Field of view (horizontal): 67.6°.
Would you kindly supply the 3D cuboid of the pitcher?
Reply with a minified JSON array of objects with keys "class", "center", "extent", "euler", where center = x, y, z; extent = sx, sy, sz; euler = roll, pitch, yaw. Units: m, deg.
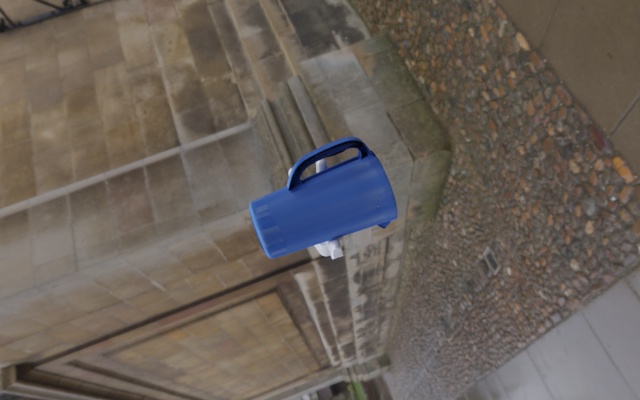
[{"class":"pitcher","center":[0.000,0.003,0.840],"extent":[0.243,0.149,0.145],"euler":[-20,-18,-4]}]
